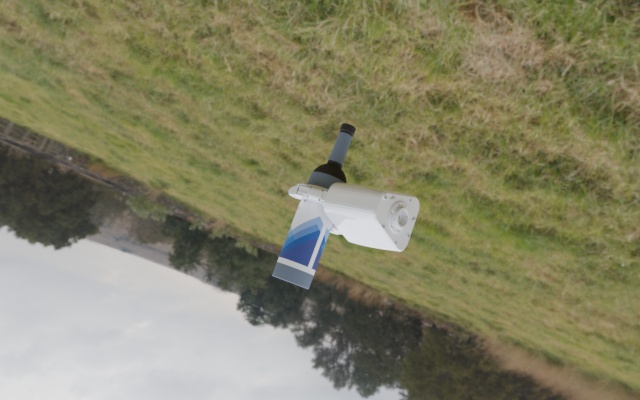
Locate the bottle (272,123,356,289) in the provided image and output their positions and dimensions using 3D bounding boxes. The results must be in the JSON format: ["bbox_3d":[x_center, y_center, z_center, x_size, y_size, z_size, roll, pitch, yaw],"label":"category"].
[{"bbox_3d":[0.000,0.003,0.830,0.069,0.295,0.069,20,-10,4],"label":"bottle"}]
